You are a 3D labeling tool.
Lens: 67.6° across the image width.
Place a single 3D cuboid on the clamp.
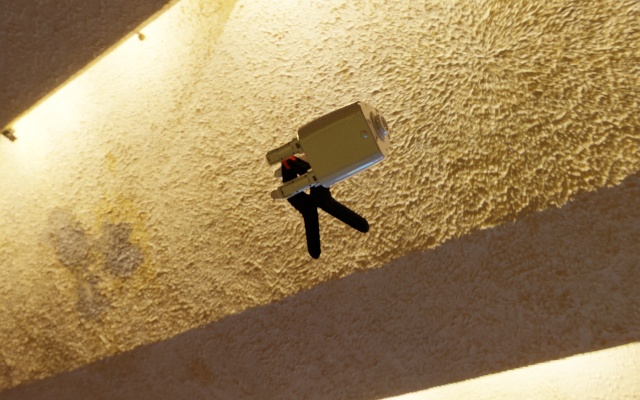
[{"bbox_3d":[0.000,0.002,0.754,0.120,0.171,0.039,-22,8,26],"label":"clamp"}]
